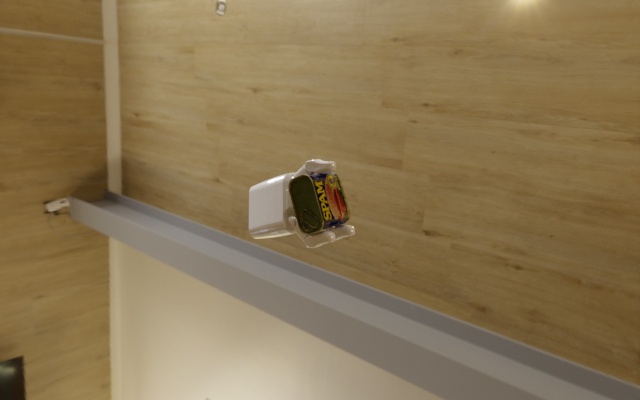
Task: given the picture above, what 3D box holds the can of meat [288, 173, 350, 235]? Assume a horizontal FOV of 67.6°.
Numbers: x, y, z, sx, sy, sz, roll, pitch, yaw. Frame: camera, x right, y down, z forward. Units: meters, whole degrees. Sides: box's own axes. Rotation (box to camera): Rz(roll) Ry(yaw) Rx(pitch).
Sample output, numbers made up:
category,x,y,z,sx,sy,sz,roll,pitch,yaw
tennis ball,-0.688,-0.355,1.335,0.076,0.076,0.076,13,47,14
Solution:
category,x,y,z,sx,sy,sz,roll,pitch,yaw
can of meat,0.000,0.003,0.841,0.057,0.102,0.084,-18,-4,40
